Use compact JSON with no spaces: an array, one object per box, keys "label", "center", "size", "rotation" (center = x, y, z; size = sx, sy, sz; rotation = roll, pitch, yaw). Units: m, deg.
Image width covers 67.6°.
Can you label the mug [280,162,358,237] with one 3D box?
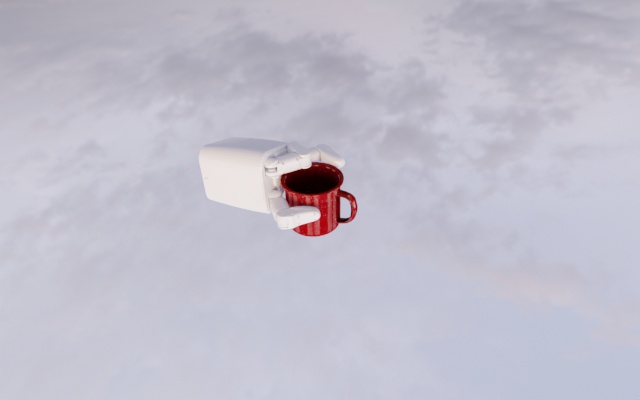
[{"label":"mug","center":[0.001,0.003,0.713],"size":[0.117,0.082,0.093],"rotation":[12,37,20]}]
